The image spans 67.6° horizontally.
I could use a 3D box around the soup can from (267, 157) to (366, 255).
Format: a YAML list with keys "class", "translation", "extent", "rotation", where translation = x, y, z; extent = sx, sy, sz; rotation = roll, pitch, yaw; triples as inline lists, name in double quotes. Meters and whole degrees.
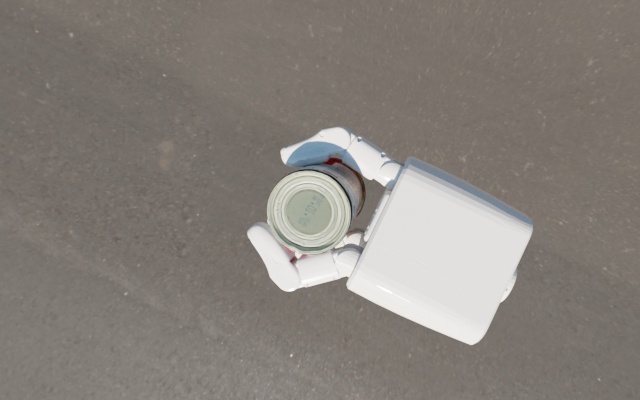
- class: "soup can"
  translation: [0.000, 0.001, 0.406]
  extent: [0.068, 0.068, 0.102]
  rotation: [0, 10, 11]
